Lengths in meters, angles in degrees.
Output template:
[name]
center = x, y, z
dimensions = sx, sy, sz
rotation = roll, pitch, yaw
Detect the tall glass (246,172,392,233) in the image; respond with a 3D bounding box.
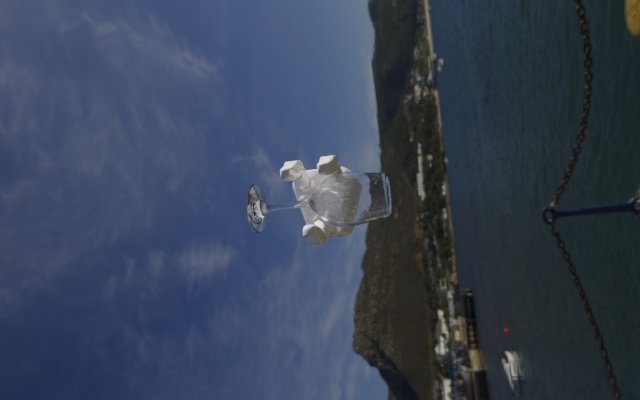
[tall glass]
center = -0.001, 0.002, 0.691
dimensions = 0.201, 0.079, 0.079
rotation = -6, -2, 15
